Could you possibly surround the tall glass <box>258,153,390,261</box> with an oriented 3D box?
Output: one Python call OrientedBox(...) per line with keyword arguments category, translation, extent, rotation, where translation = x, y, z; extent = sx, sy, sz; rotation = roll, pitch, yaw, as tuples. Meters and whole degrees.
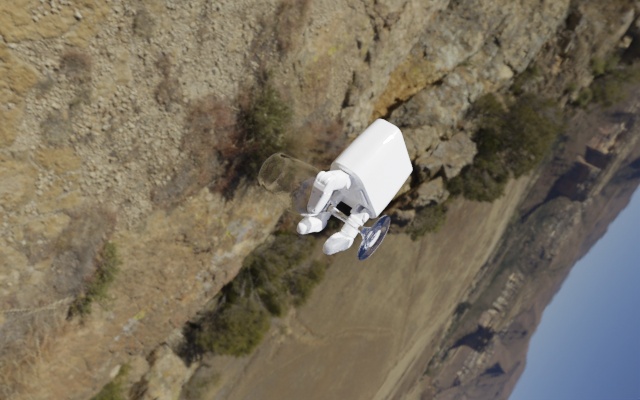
OrientedBox(category="tall glass", translation=(0.001, 0.003, 0.703), extent=(0.201, 0.079, 0.079), rotation=(33, 15, 24))
